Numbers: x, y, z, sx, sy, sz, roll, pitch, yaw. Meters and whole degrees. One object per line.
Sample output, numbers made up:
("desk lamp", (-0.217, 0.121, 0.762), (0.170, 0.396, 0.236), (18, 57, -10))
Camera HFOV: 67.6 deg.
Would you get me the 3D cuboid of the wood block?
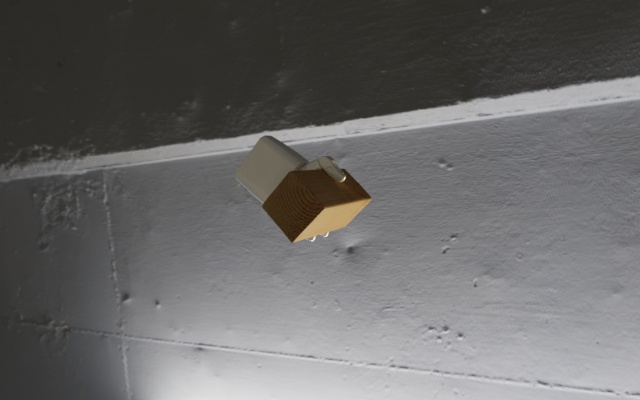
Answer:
("wood block", (0.000, 0.002, 0.885), (0.091, 0.090, 0.206), (-48, -17, 23))
